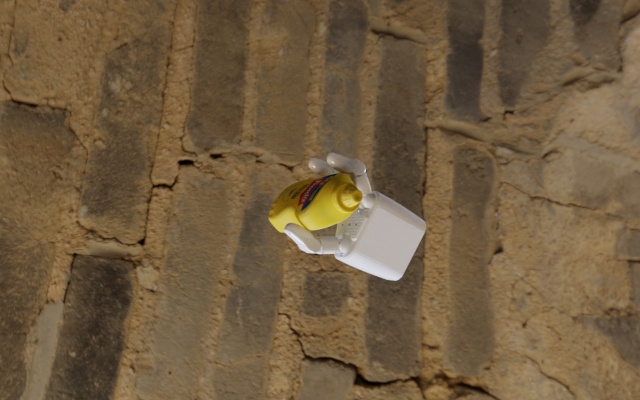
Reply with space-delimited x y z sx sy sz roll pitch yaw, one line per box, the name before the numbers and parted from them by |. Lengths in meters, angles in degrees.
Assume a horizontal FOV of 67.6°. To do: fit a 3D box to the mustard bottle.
mustard bottle | 0.000 0.002 0.698 0.096 0.058 0.191 -46 19 -25
